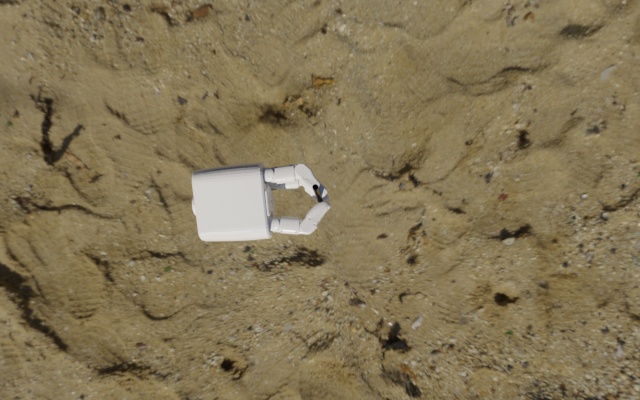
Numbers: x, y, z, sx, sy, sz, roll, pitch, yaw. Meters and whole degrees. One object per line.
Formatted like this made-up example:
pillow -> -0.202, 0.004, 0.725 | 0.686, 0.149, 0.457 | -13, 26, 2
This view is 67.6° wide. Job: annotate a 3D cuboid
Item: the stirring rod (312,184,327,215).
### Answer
stirring rod -> 0.000, 0.002, 0.732 | 0.011, 0.011, 0.239 | 0, -9, 3
